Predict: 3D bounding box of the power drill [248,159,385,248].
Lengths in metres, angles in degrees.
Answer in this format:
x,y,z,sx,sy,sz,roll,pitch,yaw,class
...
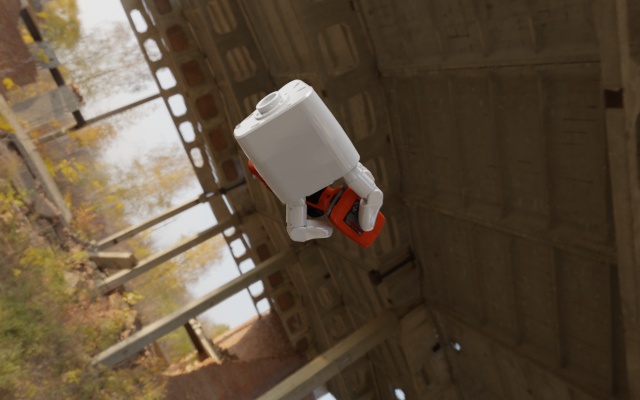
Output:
x,y,z,sx,sy,sz,roll,pitch,yaw,class
0.000,0.002,0.700,0.187,0.057,0.184,25,-8,41,power drill
